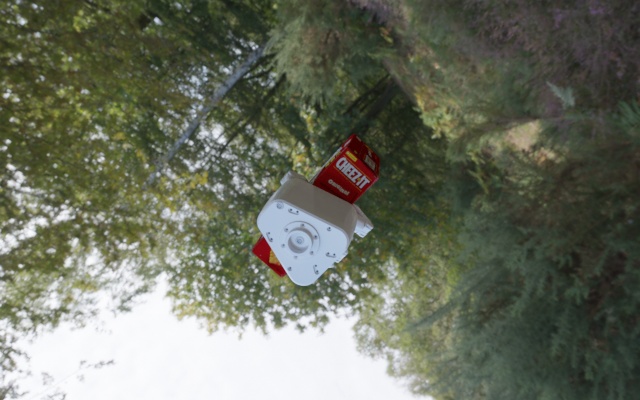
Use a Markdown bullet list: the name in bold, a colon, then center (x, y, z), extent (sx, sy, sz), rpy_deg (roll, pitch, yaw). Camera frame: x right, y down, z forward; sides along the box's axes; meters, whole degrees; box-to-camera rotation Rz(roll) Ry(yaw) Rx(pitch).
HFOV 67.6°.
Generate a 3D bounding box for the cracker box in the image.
- **cracker box**: center (0.000, 0.002, 0.755), extent (0.072, 0.214, 0.164), rpy_deg (43, 16, -5)
